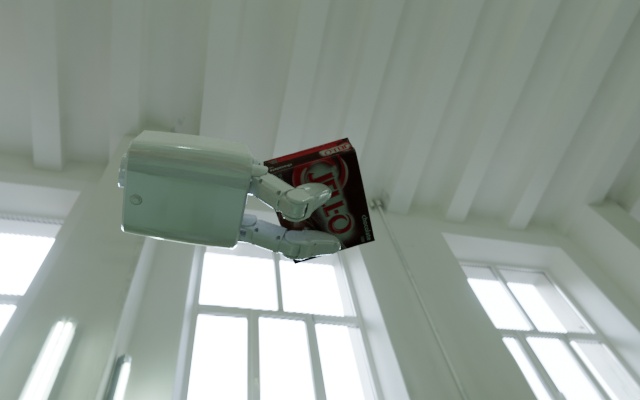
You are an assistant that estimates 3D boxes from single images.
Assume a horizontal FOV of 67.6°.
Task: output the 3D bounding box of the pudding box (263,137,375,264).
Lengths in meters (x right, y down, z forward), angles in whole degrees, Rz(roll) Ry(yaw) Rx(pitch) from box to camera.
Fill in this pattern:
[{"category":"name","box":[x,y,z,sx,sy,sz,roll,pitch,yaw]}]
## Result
[{"category":"pudding box","box":[0.000,0.002,0.485,0.090,0.114,0.039,-16,33,0]}]
